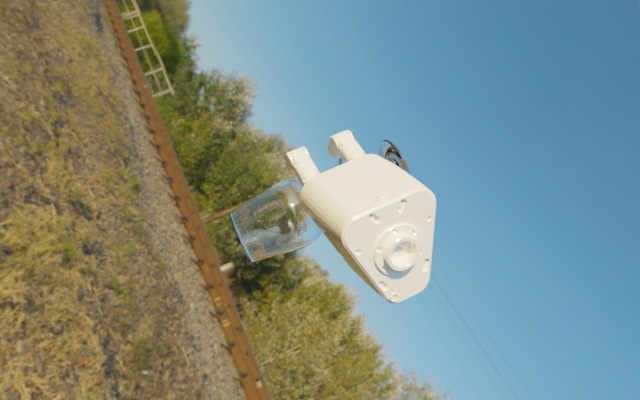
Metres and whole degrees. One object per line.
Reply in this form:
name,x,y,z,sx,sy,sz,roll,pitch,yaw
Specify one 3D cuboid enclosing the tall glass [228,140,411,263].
tall glass,0.001,0.002,0.545,0.201,0.079,0.079,-24,5,-11
